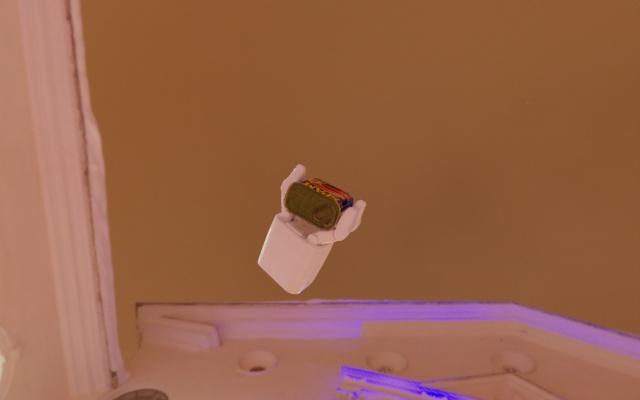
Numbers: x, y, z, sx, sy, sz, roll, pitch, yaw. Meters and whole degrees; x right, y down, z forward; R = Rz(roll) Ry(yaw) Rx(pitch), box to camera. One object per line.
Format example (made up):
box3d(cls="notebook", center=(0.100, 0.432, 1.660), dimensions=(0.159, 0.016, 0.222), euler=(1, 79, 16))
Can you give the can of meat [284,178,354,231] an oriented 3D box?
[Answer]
box3d(cls="can of meat", center=(0.000, 0.003, 0.840), dimensions=(0.102, 0.057, 0.084), euler=(27, 19, 16))
